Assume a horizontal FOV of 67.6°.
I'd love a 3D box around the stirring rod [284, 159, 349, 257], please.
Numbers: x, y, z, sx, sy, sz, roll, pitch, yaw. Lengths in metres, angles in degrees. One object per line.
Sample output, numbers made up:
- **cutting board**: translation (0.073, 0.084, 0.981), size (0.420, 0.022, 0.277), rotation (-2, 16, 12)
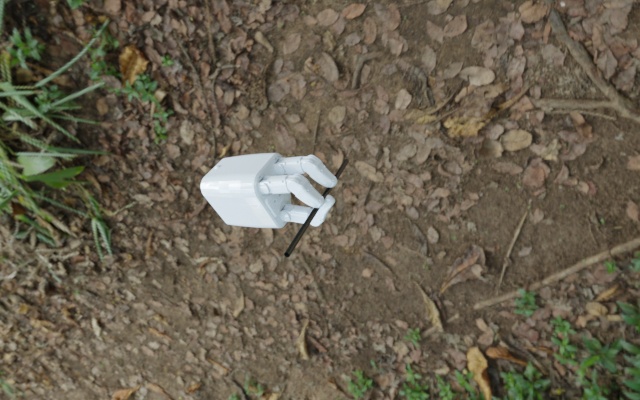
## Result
- **stirring rod**: translation (0.000, 0.002, 0.701), size (0.011, 0.011, 0.239), rotation (0, 34, 26)
